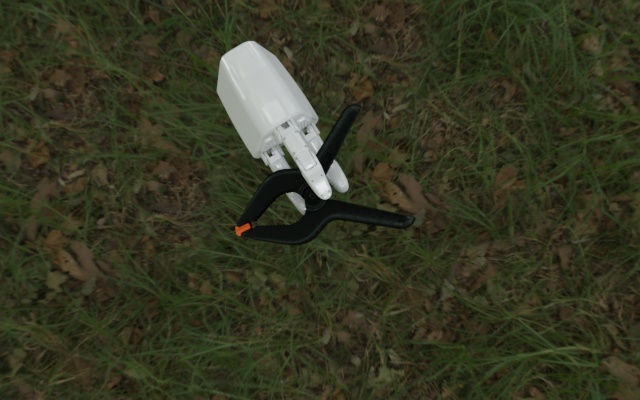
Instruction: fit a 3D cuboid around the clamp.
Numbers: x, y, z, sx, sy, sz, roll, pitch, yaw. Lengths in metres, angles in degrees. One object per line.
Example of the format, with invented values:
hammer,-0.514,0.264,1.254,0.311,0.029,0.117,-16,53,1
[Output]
clamp,-0.001,0.002,0.579,0.210,0.164,0.036,-32,-5,-2
